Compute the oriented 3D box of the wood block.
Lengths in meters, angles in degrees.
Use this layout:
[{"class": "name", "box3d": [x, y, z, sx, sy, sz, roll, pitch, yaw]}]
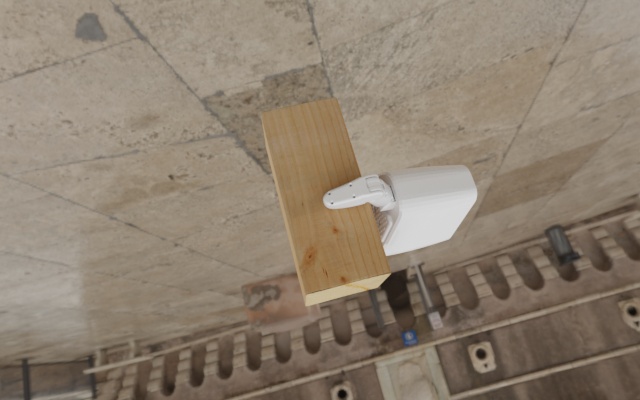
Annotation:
[{"class": "wood block", "box3d": [0.001, 0.002, 0.538, 0.090, 0.206, 0.091, -13, -18, -8]}]
